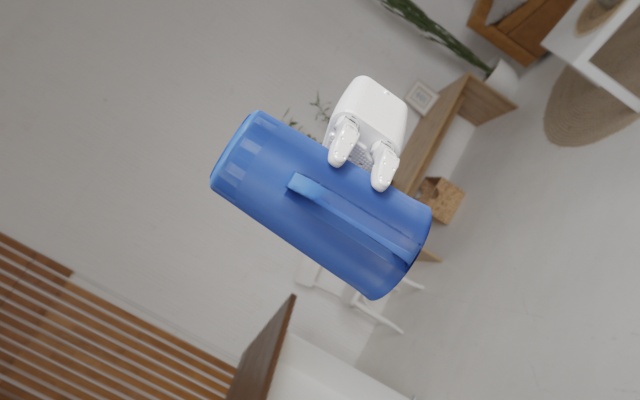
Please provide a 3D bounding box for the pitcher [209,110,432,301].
[{"bbox_3d":[0.000,0.002,0.552,0.243,0.145,0.149,32,-48,-8],"label":"pitcher"}]
